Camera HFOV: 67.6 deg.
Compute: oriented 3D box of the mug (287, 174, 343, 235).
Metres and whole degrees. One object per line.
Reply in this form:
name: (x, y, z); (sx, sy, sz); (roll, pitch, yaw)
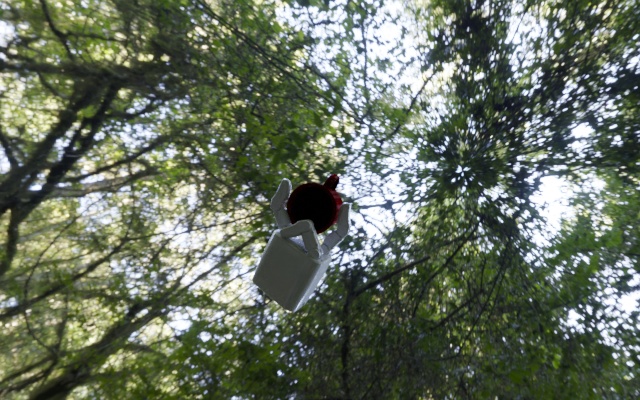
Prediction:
mug: (0.001, 0.002, 0.879); (0.093, 0.117, 0.081); (30, 10, 13)
